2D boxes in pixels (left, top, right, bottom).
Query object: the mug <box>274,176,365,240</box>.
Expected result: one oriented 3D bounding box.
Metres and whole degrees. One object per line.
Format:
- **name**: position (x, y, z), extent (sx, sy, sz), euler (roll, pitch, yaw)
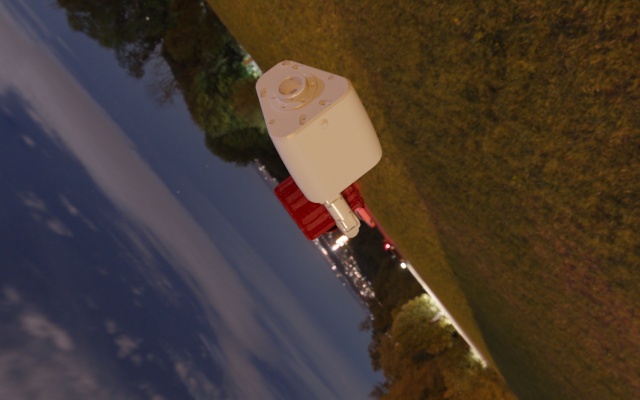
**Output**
- **mug**: position (0.000, 0.003, 0.604), extent (0.081, 0.093, 0.117), euler (-36, -40, -4)
